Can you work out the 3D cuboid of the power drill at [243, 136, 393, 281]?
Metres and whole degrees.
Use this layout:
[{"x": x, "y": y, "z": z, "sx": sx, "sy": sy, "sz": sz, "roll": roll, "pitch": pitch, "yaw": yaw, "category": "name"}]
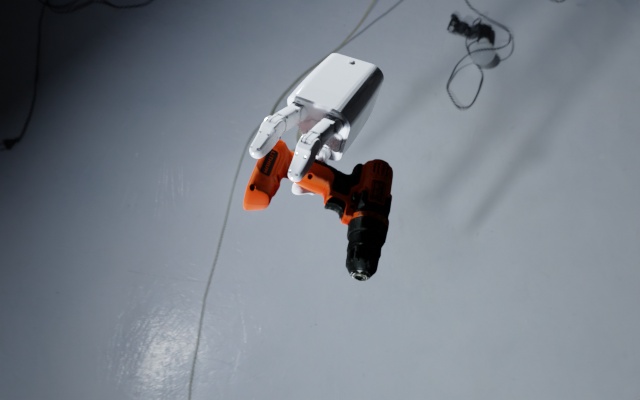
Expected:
[{"x": 0.000, "y": 0.002, "z": 0.619, "sx": 0.187, "sy": 0.184, "sz": 0.057, "roll": 18, "pitch": -39, "yaw": -5, "category": "power drill"}]
